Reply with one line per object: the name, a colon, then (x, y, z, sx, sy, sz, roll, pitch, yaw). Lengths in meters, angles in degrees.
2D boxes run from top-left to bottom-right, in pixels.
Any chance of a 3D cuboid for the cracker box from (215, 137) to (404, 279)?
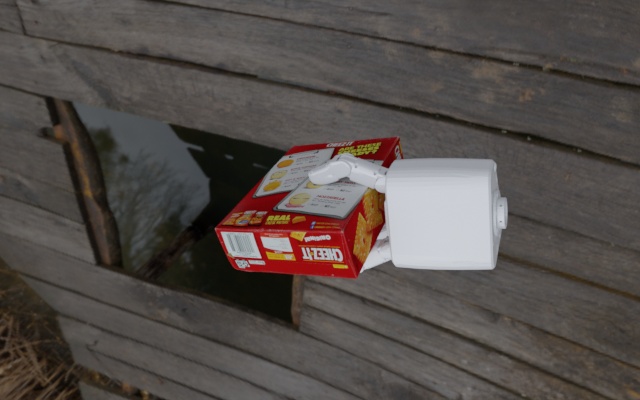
cracker box: (0.000, 0.002, 0.594, 0.164, 0.072, 0.213, -1, 31, 28)
